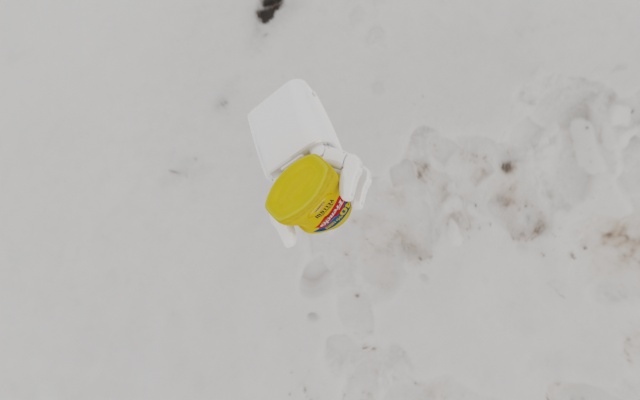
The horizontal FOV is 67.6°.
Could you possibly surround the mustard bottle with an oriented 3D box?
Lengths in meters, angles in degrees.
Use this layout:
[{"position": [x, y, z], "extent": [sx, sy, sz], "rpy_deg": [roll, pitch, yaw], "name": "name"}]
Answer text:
[{"position": [0.000, 0.002, 0.670], "extent": [0.058, 0.096, 0.192], "rpy_deg": [43, 5, 22], "name": "mustard bottle"}]
